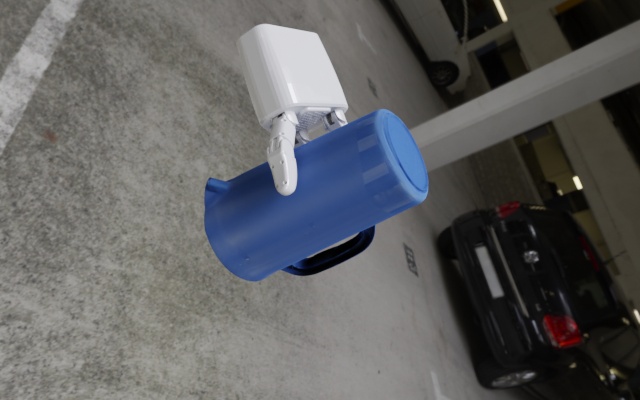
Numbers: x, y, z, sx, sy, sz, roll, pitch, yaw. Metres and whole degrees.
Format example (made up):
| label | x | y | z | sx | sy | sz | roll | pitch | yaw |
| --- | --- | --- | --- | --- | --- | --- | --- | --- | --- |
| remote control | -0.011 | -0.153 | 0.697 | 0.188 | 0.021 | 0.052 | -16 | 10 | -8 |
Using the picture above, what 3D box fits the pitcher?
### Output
| label | x | y | z | sx | sy | sz | roll | pitch | yaw |
| --- | --- | --- | --- | --- | --- | --- | --- | --- | --- |
| pitcher | 0.000 | 0.002 | 0.556 | 0.243 | 0.145 | 0.149 | -25 | -12 | 27 |
